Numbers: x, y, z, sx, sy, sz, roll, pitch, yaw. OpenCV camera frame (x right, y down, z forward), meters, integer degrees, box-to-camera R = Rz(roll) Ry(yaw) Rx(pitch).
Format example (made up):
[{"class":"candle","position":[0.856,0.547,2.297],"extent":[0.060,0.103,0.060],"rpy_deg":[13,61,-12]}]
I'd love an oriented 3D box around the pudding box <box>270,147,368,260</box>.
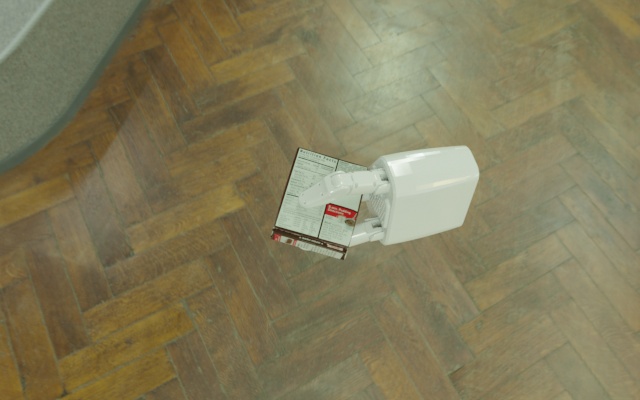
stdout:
[{"class":"pudding box","position":[0.000,0.002,0.553],"extent":[0.090,0.113,0.039],"rpy_deg":[16,-29,-1]}]
